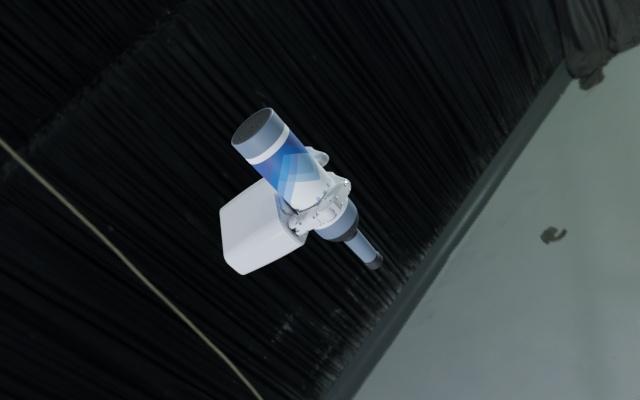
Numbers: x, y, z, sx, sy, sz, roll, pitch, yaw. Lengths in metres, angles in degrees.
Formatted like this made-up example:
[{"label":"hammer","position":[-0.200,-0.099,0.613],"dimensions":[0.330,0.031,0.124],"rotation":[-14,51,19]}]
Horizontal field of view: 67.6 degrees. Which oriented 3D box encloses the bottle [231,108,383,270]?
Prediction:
[{"label":"bottle","position":[0.000,0.002,0.664],"dimensions":[0.069,0.069,0.296],"rotation":[0,-40,49]}]
